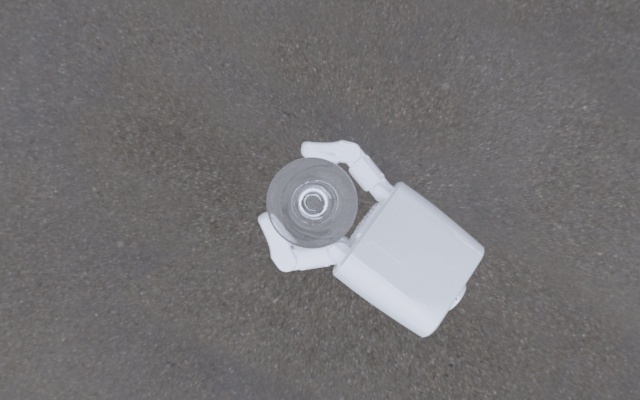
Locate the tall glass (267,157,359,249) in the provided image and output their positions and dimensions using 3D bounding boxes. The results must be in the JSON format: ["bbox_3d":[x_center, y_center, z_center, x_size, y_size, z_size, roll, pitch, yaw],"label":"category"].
[{"bbox_3d":[0.000,0.001,0.484,0.079,0.079,0.201,0,1,4],"label":"tall glass"}]
